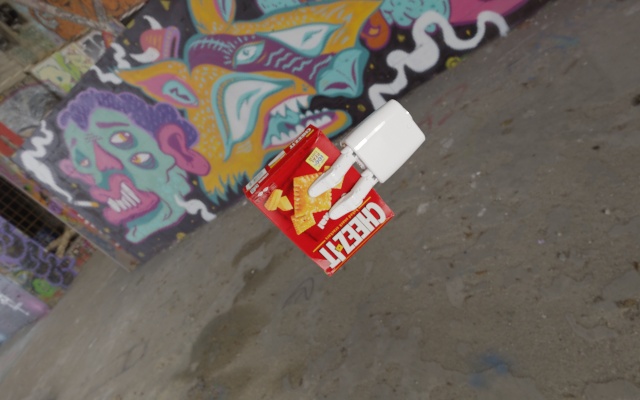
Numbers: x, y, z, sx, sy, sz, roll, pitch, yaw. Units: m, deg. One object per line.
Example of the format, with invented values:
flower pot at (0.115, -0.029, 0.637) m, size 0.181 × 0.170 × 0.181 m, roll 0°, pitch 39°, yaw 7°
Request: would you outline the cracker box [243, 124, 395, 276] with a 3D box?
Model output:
cracker box at (0.000, 0.003, 0.826) m, size 0.214 × 0.164 × 0.072 m, roll 46°, pitch 1°, yaw -23°
